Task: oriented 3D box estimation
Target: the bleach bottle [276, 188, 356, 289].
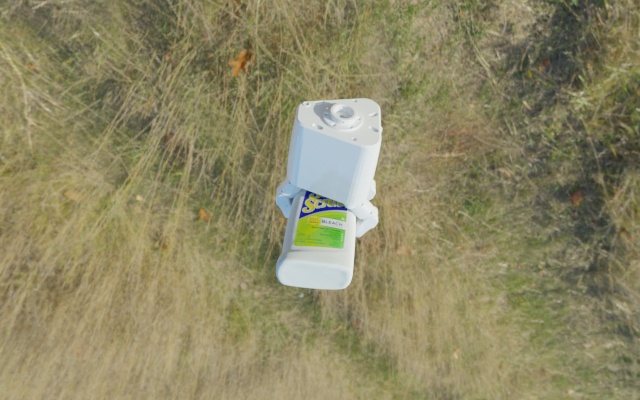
[{"bbox_3d":[0.000,0.002,0.691,0.102,0.250,0.068,6,-40,-2],"label":"bleach bottle"}]
